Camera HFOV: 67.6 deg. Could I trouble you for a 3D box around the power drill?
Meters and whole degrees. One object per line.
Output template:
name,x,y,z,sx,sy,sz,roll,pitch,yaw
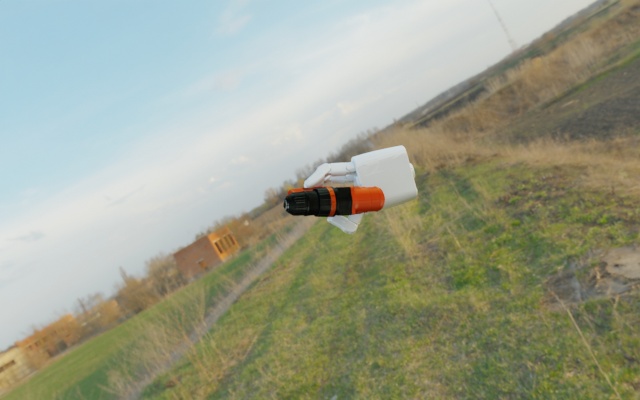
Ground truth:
power drill,0.000,0.003,0.884,0.184,0.057,0.187,-2,2,-22
